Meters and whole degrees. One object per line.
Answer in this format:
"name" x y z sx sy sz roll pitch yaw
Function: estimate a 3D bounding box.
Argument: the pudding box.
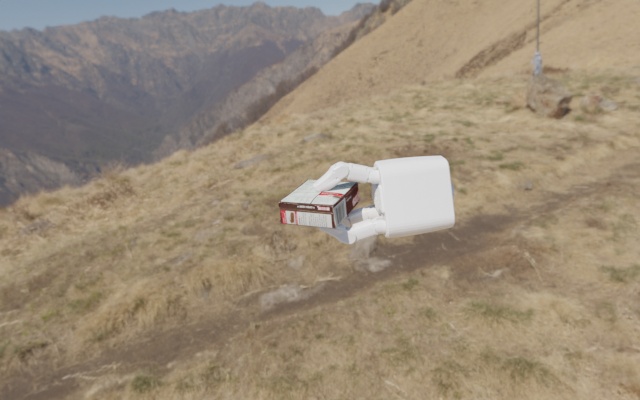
"pudding box" 0.000 0.002 0.729 0.090 0.039 0.113 3 20 23
